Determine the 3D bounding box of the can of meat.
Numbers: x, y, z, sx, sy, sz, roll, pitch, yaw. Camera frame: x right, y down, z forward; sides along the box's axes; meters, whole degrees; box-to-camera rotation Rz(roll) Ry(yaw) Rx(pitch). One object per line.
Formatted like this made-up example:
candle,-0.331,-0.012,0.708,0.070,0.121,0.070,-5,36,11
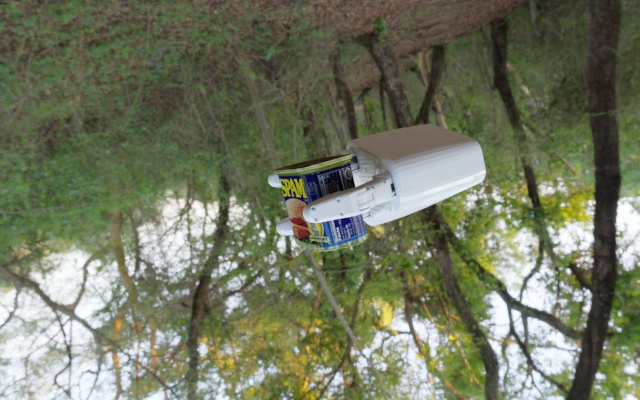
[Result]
can of meat,0.000,0.002,0.483,0.057,0.084,0.102,-18,9,-22
